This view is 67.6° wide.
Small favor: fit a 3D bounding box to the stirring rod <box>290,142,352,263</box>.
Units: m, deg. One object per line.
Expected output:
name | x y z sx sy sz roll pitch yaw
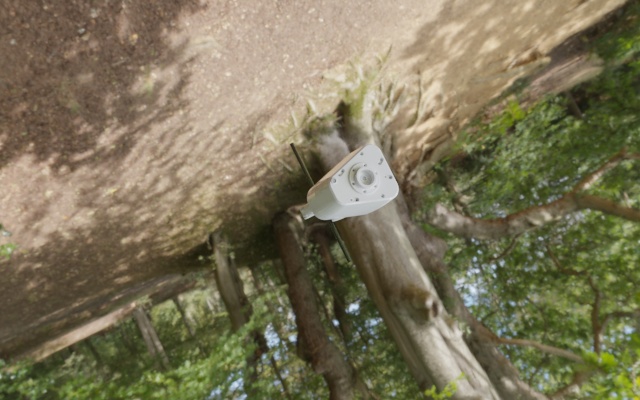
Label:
stirring rod | 0.000 0.003 0.868 0.011 0.239 0.011 -26 -3 -2
